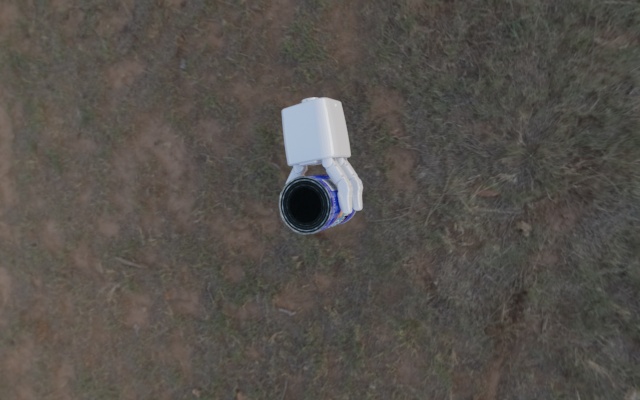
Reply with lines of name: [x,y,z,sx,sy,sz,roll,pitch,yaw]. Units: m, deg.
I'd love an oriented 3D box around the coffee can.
coffee can: [0.000,0.003,0.889,0.103,0.103,0.140,0,5,24]
